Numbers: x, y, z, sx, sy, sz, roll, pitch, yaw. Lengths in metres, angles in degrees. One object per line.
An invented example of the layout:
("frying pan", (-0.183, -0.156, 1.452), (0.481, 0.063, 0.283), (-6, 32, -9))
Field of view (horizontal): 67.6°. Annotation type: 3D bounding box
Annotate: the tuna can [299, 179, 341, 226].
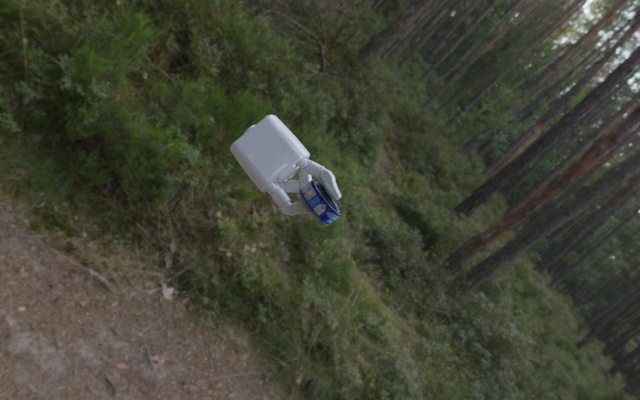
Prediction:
("tuna can", (0.001, 0.003, 0.879), (0.034, 0.086, 0.086), (-38, -8, 10))
